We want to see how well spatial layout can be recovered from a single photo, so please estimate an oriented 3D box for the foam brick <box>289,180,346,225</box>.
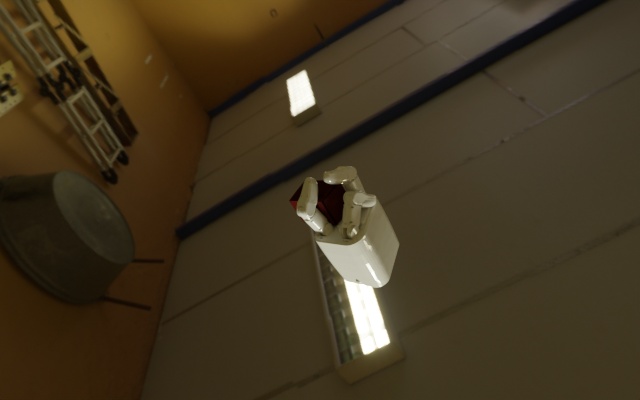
[{"bbox_3d":[0.000,0.002,0.764,0.078,0.051,0.053,3,46,46],"label":"foam brick"}]
